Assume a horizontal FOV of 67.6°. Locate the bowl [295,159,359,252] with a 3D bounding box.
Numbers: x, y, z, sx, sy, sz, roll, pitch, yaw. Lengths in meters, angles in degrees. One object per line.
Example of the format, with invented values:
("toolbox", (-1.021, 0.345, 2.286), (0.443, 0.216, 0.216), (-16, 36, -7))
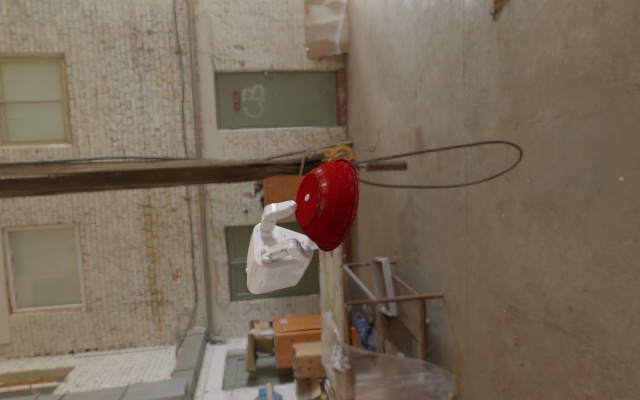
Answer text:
("bowl", (0.000, 0.002, 0.805), (0.055, 0.162, 0.162), (13, -6, -26))
